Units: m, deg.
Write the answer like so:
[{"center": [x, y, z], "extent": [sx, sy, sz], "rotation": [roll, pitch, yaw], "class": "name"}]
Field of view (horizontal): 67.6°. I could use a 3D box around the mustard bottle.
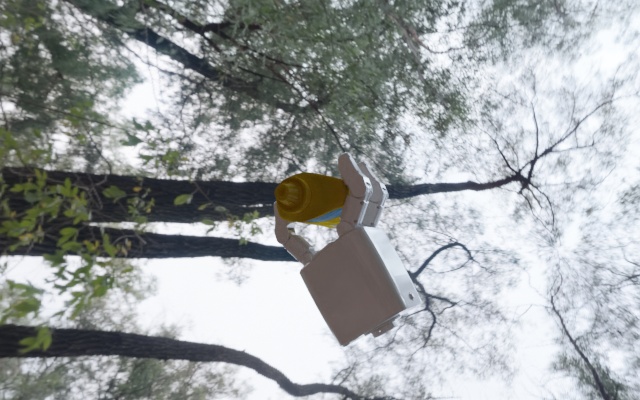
[{"center": [0.000, 0.002, 0.601], "extent": [0.096, 0.058, 0.191], "rotation": [-12, -11, 25], "class": "mustard bottle"}]
